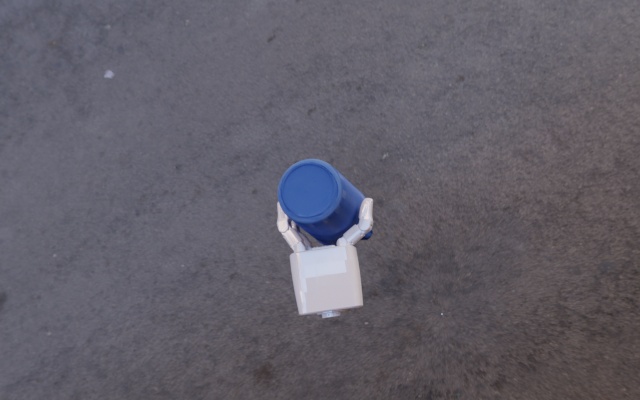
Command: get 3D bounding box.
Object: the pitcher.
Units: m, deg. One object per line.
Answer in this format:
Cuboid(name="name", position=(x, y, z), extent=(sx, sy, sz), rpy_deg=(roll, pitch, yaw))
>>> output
Cuboid(name="pitcher", position=(0.000, 0.003, 0.869), extent=(0.149, 0.145, 0.243), rpy_deg=(-12, -15, 11))
